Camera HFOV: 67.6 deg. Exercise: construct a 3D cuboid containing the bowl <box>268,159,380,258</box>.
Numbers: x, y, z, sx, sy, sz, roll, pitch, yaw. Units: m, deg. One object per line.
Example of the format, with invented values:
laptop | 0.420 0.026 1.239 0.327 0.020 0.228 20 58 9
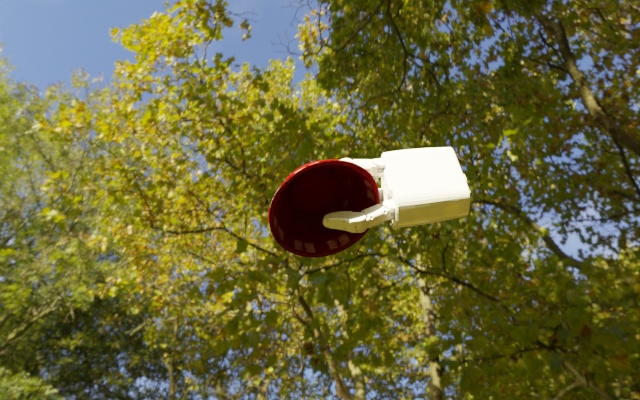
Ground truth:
bowl | -0.001 0.002 0.681 0.162 0.162 0.055 0 32 -20
